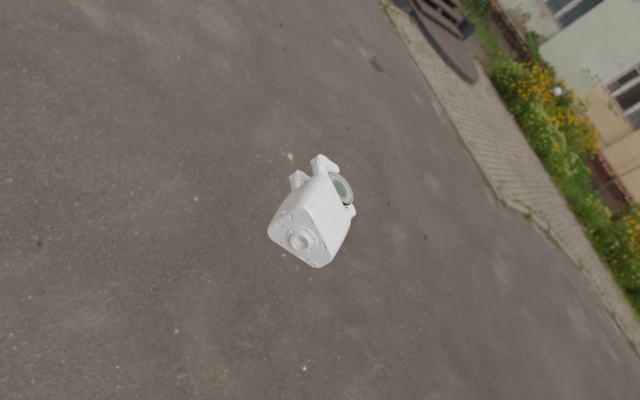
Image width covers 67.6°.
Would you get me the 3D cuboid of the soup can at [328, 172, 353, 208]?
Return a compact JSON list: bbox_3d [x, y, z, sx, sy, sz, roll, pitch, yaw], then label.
[{"bbox_3d":[0.001,0.003,0.857,0.102,0.068,0.068,-35,-20,31],"label":"soup can"}]
